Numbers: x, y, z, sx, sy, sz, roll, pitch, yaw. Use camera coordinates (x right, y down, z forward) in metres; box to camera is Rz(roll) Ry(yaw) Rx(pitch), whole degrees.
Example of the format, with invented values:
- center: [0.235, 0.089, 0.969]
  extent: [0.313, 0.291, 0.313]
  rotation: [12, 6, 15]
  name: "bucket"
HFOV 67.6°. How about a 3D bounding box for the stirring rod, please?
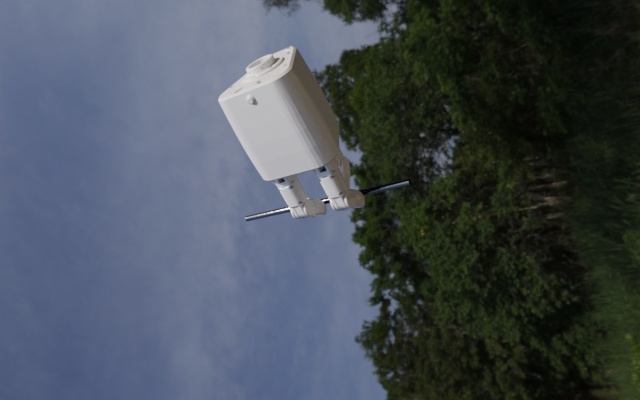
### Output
- center: [0.000, 0.002, 0.607]
  extent: [0.239, 0.011, 0.011]
  rotation: [-13, -6, 29]
  name: "stirring rod"
